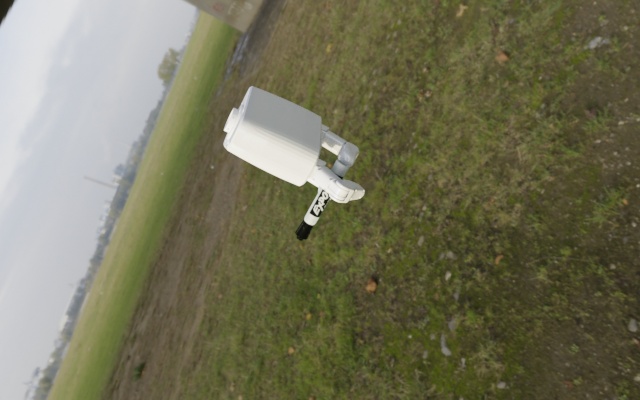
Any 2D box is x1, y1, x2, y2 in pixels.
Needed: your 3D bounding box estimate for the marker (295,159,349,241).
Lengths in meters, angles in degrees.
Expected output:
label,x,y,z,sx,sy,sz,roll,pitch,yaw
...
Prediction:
label,x,y,z,sx,sy,sz,roll,pitch,yaw
marker,0.000,0.002,0.624,0.020,0.121,0.020,27,19,-10
